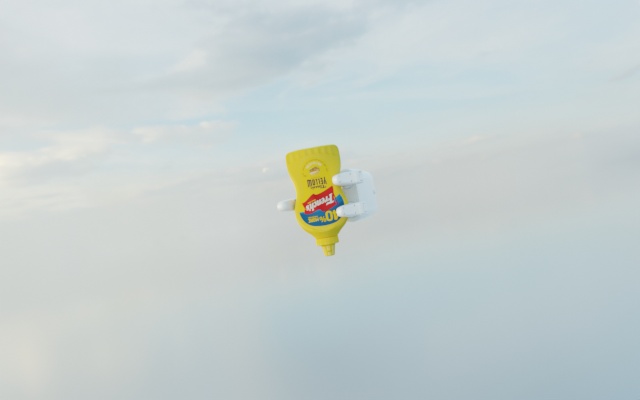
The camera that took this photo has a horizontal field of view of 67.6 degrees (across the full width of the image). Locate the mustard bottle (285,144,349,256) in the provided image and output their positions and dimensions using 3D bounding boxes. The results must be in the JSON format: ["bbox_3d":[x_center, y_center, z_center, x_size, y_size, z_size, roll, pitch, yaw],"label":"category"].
[{"bbox_3d":[0.000,0.003,0.842,0.096,0.191,0.058,-10,-2,1],"label":"mustard bottle"}]
